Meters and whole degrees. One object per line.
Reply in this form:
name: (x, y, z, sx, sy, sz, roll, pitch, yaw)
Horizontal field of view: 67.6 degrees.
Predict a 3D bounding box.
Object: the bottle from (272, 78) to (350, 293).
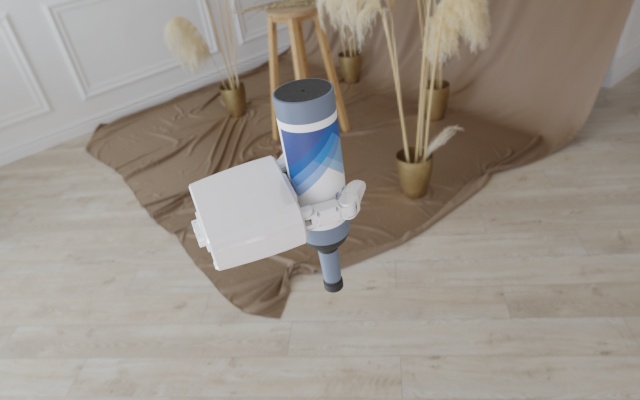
bottle: (0.000, 0.002, 0.590, 0.069, 0.296, 0.069, -6, 35, 4)
